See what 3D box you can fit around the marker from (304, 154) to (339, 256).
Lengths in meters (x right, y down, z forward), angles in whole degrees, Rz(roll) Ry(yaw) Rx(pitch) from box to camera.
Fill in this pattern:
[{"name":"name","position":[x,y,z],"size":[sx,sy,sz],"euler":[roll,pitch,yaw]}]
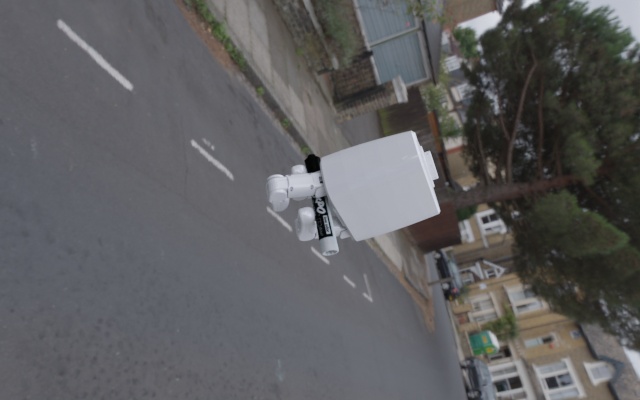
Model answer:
[{"name":"marker","position":[0.000,0.002,0.533],"size":[0.020,0.121,0.020],"euler":[-9,-24,-4]}]
